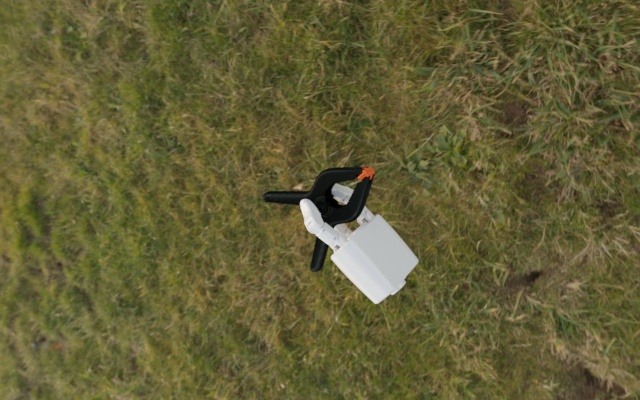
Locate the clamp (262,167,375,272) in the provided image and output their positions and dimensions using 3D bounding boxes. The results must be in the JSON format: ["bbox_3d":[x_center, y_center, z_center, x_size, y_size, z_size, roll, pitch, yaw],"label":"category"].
[{"bbox_3d":[0.000,0.003,0.792,0.210,0.164,0.036,-46,-9,31],"label":"clamp"}]
